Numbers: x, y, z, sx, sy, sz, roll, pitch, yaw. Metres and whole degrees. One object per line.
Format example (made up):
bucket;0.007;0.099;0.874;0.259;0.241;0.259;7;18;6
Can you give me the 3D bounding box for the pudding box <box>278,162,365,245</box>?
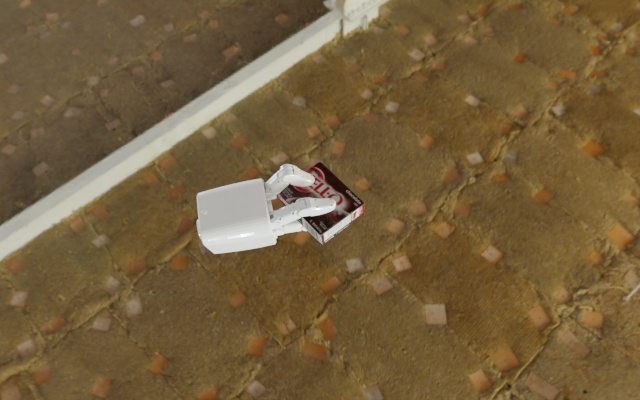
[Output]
pudding box;0.000;0.003;0.755;0.090;0.113;0.039;-36;-26;-19
